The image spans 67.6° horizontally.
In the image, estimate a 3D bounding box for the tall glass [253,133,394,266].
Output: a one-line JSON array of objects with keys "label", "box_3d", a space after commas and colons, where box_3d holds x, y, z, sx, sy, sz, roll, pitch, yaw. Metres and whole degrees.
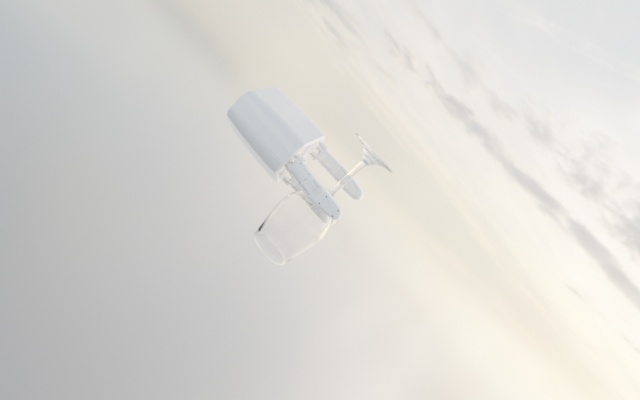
[{"label": "tall glass", "box_3d": [0.001, 0.002, 0.654, 0.201, 0.079, 0.079, -42, -8, 9]}]
